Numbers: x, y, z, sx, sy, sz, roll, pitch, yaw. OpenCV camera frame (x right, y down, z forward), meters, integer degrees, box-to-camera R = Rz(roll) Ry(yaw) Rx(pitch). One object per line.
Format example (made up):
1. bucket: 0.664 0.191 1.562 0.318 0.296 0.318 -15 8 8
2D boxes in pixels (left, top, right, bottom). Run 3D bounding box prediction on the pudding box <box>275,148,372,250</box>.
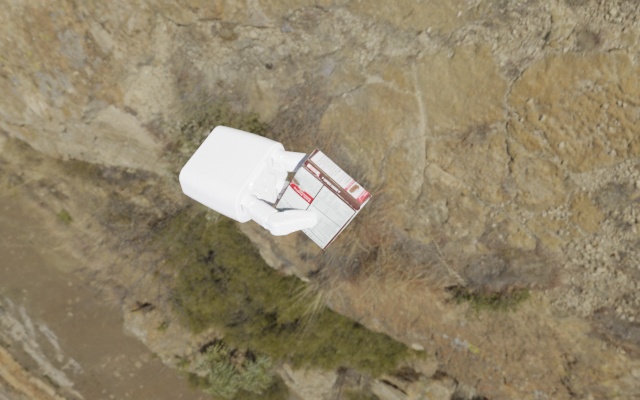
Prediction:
1. pudding box: 0.000 0.002 0.604 0.039 0.090 0.113 -48 -4 -36
